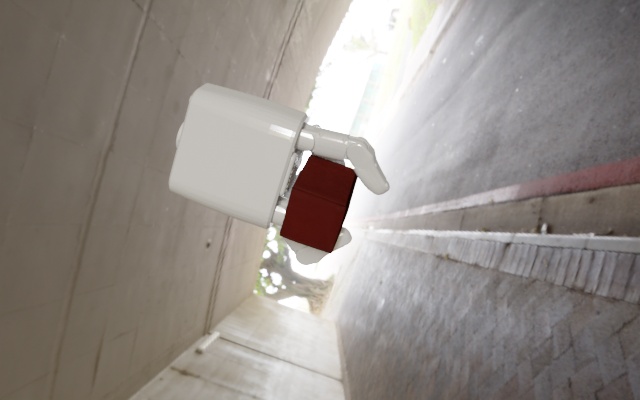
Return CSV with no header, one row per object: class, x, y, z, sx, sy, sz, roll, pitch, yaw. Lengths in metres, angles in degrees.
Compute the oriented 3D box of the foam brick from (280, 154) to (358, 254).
foam brick,0.000,0.002,0.440,0.051,0.053,0.078,19,29,1
